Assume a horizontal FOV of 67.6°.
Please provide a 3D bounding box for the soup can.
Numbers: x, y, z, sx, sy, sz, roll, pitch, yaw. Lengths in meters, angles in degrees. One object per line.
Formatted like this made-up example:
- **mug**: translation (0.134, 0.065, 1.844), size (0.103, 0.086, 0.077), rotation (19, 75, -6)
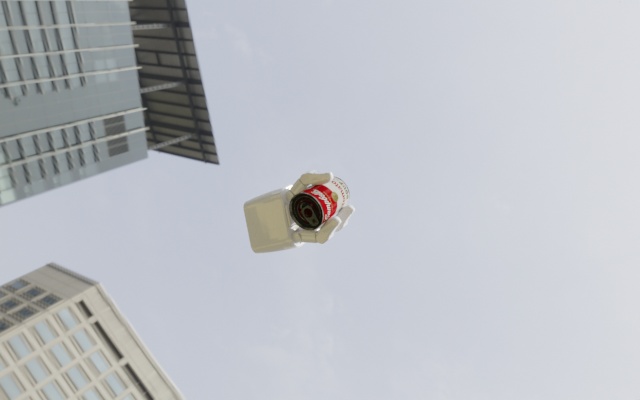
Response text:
- **soup can**: translation (0.001, 0.002, 0.844), size (0.068, 0.068, 0.102), rotation (0, 19, 32)
